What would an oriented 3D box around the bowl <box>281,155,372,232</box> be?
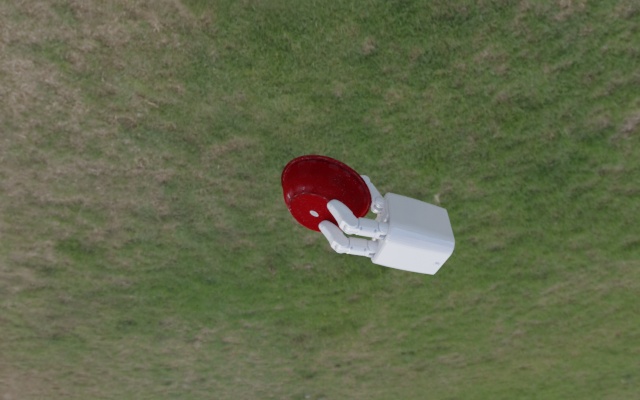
[{"bbox_3d":[-0.001,0.003,0.791,0.162,0.162,0.055,0,44,27],"label":"bowl"}]
